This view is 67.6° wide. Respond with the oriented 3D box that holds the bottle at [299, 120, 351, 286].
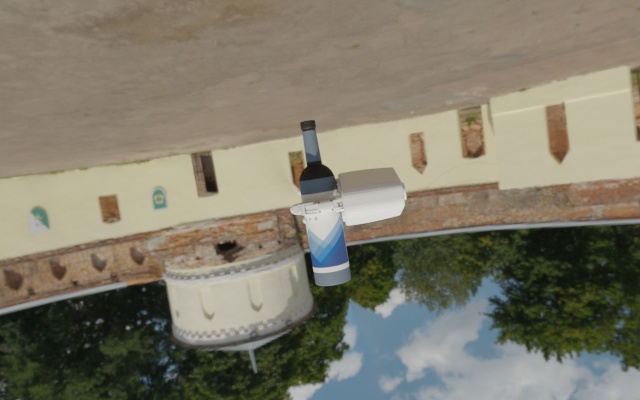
[{"bbox_3d":[0.000,0.003,0.867,0.069,0.296,0.069,-9,4,1],"label":"bottle"}]
